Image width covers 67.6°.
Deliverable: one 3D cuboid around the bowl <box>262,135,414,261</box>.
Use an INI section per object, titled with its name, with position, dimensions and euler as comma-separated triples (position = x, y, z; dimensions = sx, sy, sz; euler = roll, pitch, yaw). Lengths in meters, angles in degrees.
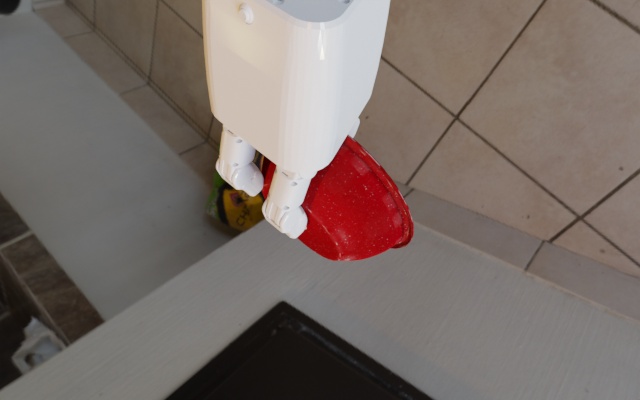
[bowl]
position = 0.000, 0.002, 0.418
dimensions = 0.055, 0.162, 0.162
euler = -46, 18, -19
